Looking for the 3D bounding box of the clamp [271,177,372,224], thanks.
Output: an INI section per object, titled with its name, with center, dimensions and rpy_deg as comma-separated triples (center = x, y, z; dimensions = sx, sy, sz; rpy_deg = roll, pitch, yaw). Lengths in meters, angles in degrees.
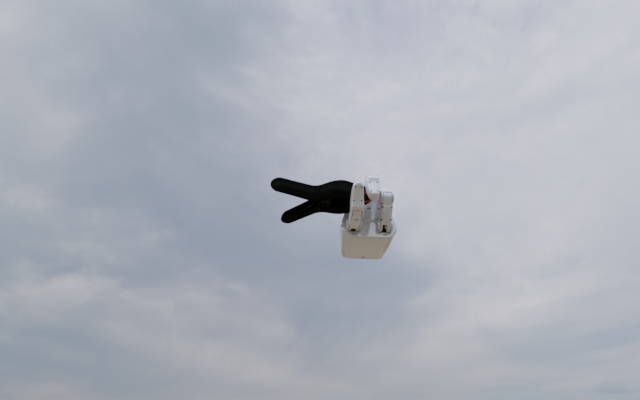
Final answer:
[clamp]
center = 0.000, 0.002, 0.834
dimensions = 0.171, 0.039, 0.120
rpy_deg = 3, -29, -2
